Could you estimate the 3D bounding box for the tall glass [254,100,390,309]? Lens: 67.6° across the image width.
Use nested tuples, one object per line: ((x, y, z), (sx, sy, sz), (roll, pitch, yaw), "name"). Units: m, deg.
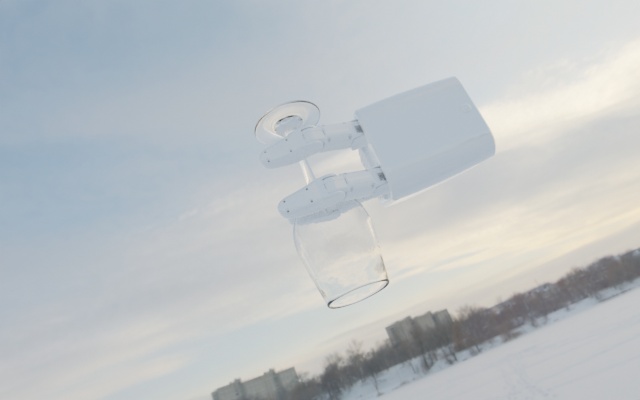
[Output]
((0.000, 0.001, 0.474), (0.079, 0.201, 0.079), (-19, -23, -8), "tall glass")
